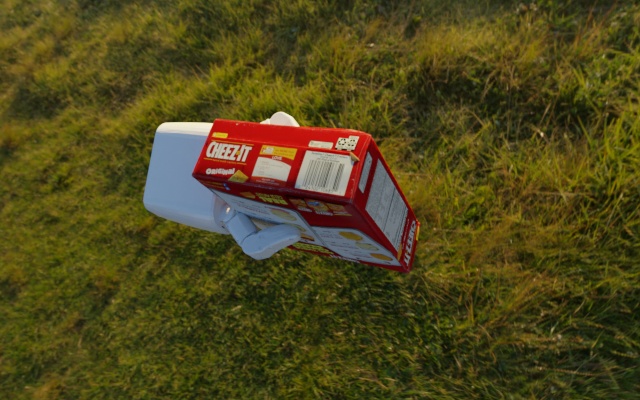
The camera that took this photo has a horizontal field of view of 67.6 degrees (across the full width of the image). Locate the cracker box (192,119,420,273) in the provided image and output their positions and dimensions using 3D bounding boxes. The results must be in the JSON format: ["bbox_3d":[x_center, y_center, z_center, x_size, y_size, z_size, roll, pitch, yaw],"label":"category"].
[{"bbox_3d":[0.000,0.002,0.496,0.164,0.072,0.214,9,-19,27],"label":"cracker box"}]
